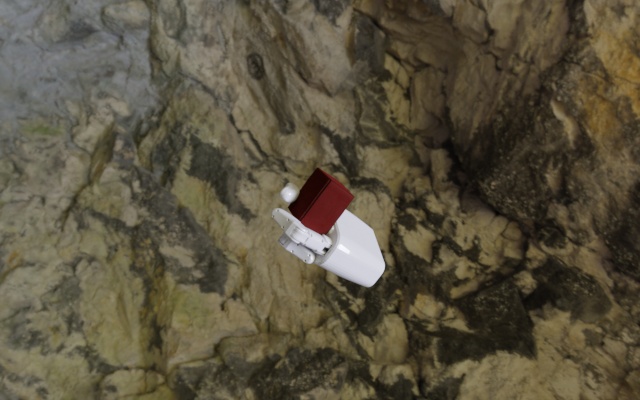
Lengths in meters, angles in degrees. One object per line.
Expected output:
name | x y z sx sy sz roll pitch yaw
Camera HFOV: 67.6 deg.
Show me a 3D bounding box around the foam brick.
foam brick | 0.000 0.002 0.687 0.051 0.078 0.053 32 10 -31
